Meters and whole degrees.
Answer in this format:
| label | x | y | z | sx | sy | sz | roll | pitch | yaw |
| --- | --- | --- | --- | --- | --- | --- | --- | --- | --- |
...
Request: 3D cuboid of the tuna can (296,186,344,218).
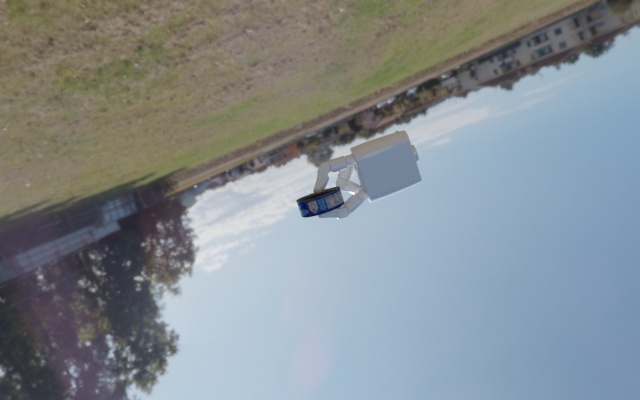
| label | x | y | z | sx | sy | sz | roll | pitch | yaw |
| --- | --- | --- | --- | --- | --- | --- | --- | --- | --- |
| tuna can | 0.000 | 0.003 | 0.884 | 0.086 | 0.034 | 0.086 | -18 | 7 | 2 |
